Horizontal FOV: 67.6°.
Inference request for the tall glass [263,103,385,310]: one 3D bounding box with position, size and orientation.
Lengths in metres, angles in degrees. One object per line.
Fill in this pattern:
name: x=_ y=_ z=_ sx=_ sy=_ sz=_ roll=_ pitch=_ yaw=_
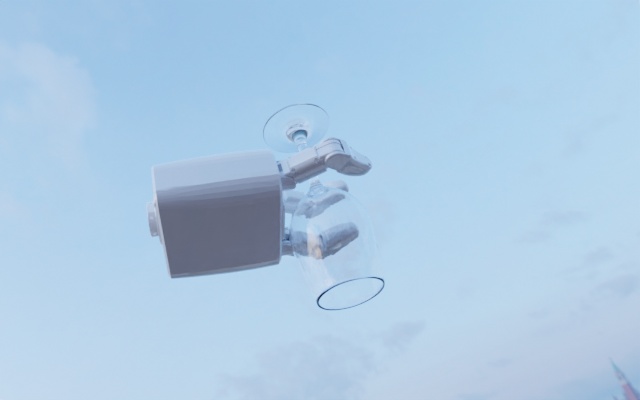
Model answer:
tall glass: x=0.000 y=0.001 z=0.463 sx=0.079 sy=0.201 sz=0.079 roll=-13 pitch=-33 yaw=-9
